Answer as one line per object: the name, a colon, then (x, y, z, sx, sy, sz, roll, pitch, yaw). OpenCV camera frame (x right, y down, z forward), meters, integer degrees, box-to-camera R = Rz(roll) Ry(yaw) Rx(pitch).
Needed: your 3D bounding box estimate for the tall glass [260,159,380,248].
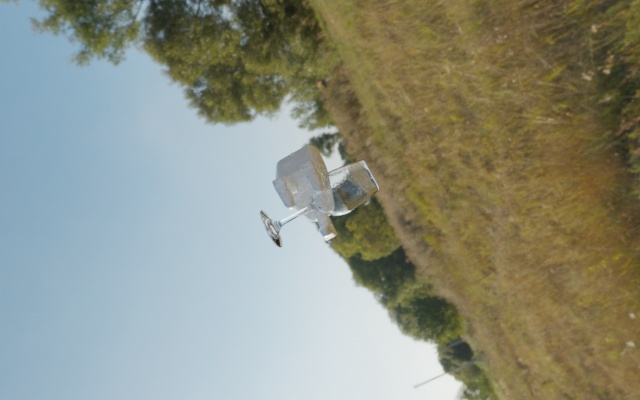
tall glass: (0.000, 0.003, 0.825, 0.201, 0.079, 0.079, -28, -3, 6)
